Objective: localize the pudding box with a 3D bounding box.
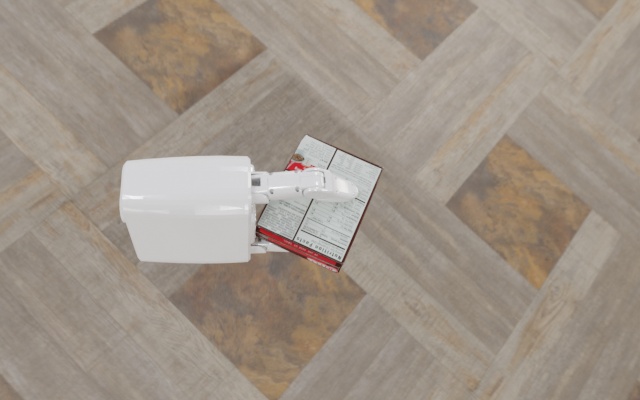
[{"bbox_3d":[0.000,0.001,0.464,0.090,0.113,0.039,25,-21,2],"label":"pudding box"}]
